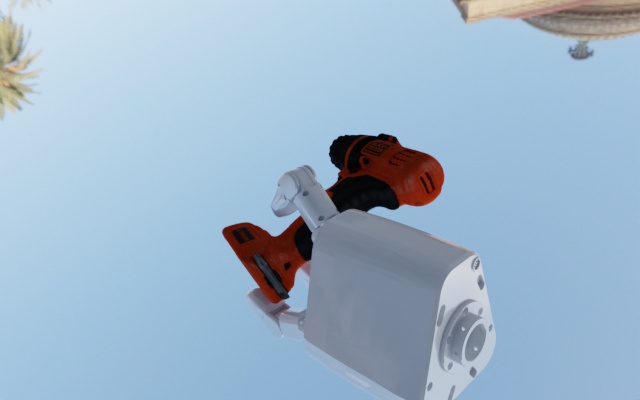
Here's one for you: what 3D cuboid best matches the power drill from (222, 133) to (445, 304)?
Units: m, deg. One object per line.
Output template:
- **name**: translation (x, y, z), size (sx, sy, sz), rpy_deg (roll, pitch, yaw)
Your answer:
- **power drill**: translation (0.000, 0.002, 0.456), size (0.187, 0.057, 0.184), rpy_deg (-37, 22, -9)
